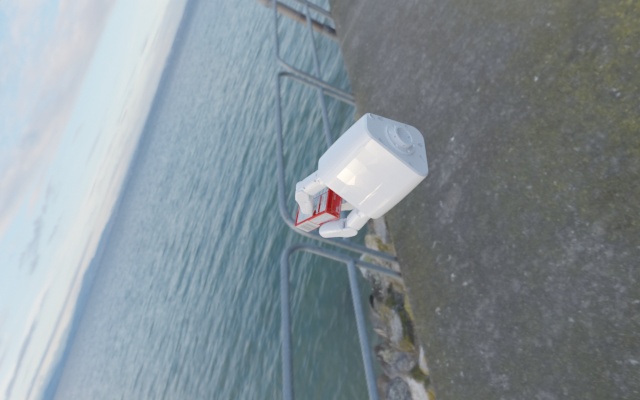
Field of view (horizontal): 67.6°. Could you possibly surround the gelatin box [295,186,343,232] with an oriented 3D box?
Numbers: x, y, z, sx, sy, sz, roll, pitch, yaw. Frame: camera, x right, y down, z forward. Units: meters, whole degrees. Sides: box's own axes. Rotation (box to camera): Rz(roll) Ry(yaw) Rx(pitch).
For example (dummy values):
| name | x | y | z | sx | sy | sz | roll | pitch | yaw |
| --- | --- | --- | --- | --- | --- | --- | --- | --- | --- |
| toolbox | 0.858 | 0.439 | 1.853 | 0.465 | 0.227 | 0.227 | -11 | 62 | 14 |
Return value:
| name | x | y | z | sx | sy | sz | roll | pitch | yaw |
| --- | --- | --- | --- | --- | --- | --- | --- | --- | --- |
| gelatin box | 0.000 | 0.002 | 0.751 | 0.030 | 0.073 | 0.089 | 26 | -32 | -28 |
